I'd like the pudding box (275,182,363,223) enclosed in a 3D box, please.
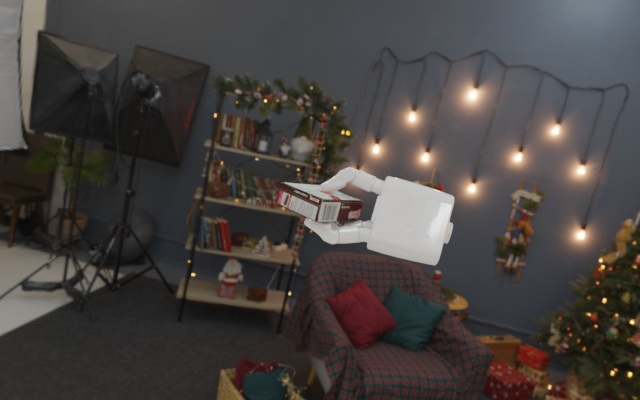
[{"bbox_3d":[0.000,0.002,0.754,0.090,0.039,0.113,22,11,36],"label":"pudding box"}]
